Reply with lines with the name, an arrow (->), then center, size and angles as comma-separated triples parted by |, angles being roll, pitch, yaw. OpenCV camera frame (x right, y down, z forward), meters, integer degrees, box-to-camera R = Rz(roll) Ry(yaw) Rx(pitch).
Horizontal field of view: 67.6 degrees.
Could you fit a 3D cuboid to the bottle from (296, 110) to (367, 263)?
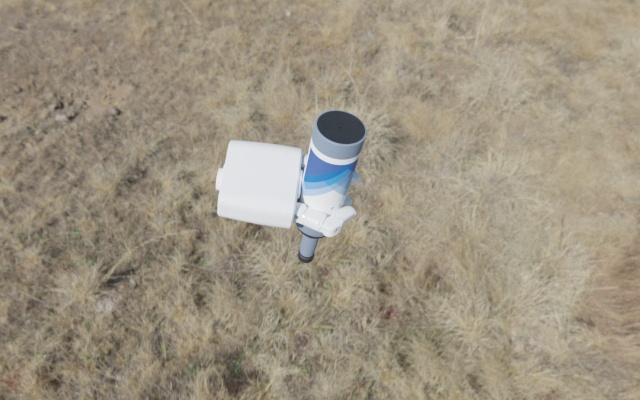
bottle -> 0.000, 0.002, 0.704 | 0.069, 0.069, 0.296 | 0, -39, -13
